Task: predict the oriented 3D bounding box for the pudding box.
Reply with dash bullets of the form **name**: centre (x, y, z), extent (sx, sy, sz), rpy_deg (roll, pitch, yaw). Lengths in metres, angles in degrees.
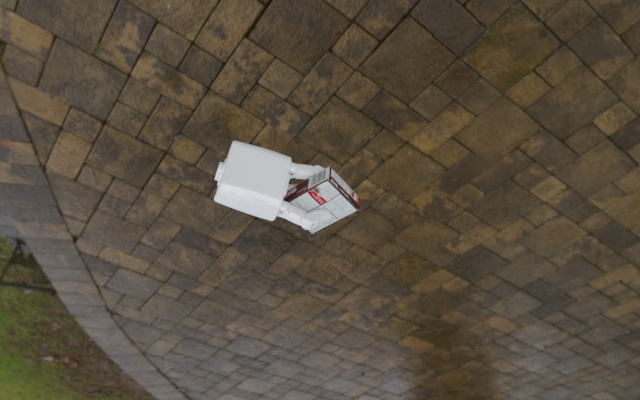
- **pudding box**: centre (0.000, 0.003, 0.850), extent (0.113, 0.039, 0.090), rpy_deg (-28, -56, 30)
